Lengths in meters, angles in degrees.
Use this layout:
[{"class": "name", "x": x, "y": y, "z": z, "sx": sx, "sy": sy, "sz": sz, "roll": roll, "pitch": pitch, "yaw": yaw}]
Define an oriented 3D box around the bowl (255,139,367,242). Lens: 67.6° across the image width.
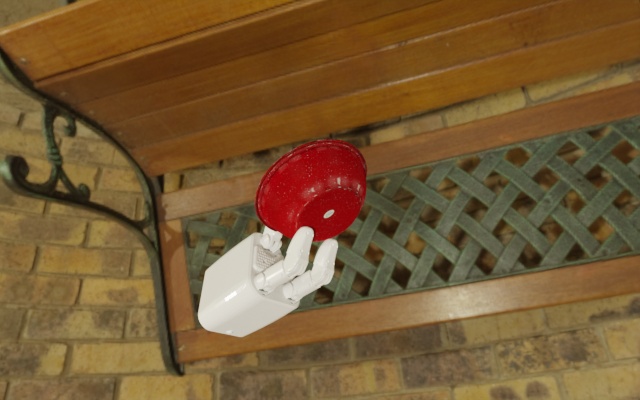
[{"class": "bowl", "x": 0.001, "y": 0.001, "z": 0.617, "sx": 0.162, "sy": 0.162, "sz": 0.055, "roll": 0, "pitch": 40, "yaw": -32}]
